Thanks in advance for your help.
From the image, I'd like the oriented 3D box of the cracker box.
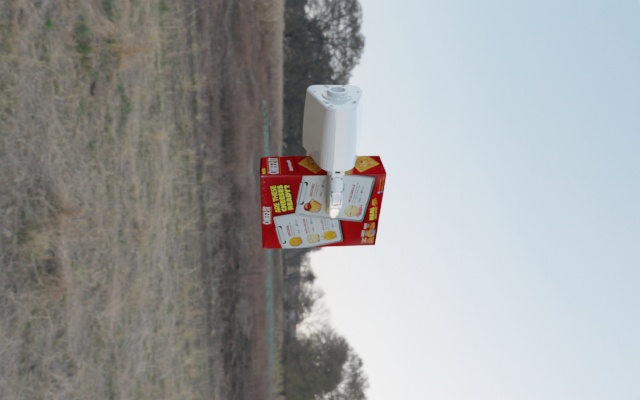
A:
[{"bbox_3d":[0.000,0.003,0.862,0.214,0.164,0.072,-1,36,-6],"label":"cracker box"}]
